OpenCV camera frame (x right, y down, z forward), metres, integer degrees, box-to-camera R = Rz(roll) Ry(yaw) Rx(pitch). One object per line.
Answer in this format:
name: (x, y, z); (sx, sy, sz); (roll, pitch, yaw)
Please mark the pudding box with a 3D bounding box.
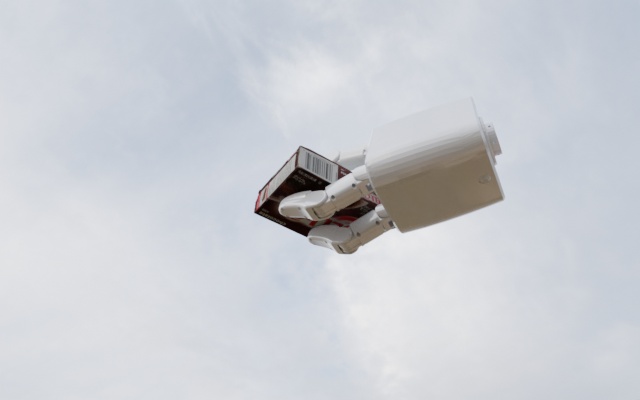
pudding box: (0.000, 0.002, 0.511); (0.113, 0.039, 0.090); (28, -47, -21)
